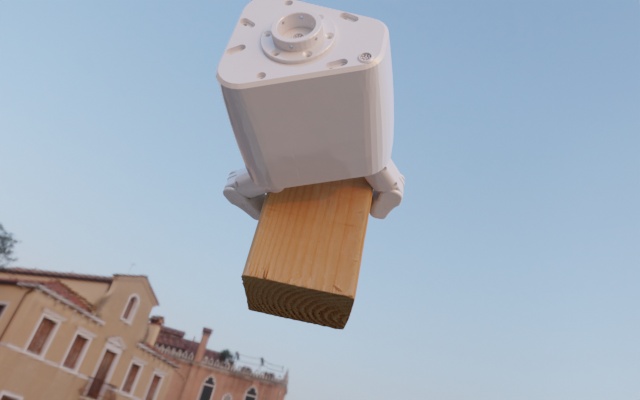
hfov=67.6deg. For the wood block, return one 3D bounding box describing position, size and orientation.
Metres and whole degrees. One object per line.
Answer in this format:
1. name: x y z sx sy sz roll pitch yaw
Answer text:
1. wood block: 0.000 0.001 0.448 0.091 0.206 0.090 12 -31 3
